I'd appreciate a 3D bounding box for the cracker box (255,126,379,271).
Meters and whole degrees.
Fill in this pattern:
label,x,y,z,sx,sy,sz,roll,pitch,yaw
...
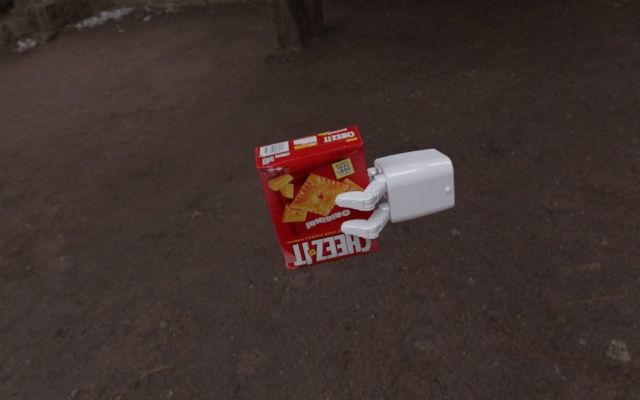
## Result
label,x,y,z,sx,sy,sz,roll,pitch,yaw
cracker box,0.000,0.002,0.775,0.164,0.214,0.072,-12,34,1
